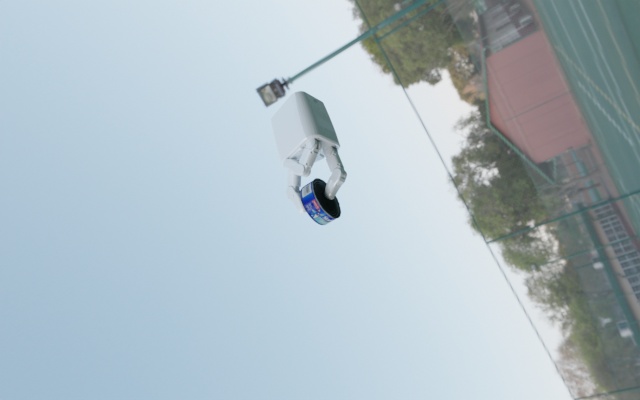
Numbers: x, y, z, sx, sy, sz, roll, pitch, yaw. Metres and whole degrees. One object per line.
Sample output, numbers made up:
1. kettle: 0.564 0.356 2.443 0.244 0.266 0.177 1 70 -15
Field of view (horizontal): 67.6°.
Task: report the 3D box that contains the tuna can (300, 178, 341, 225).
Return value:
1. tuna can: 0.000 0.003 0.897 0.034 0.086 0.086 -31 -14 24
